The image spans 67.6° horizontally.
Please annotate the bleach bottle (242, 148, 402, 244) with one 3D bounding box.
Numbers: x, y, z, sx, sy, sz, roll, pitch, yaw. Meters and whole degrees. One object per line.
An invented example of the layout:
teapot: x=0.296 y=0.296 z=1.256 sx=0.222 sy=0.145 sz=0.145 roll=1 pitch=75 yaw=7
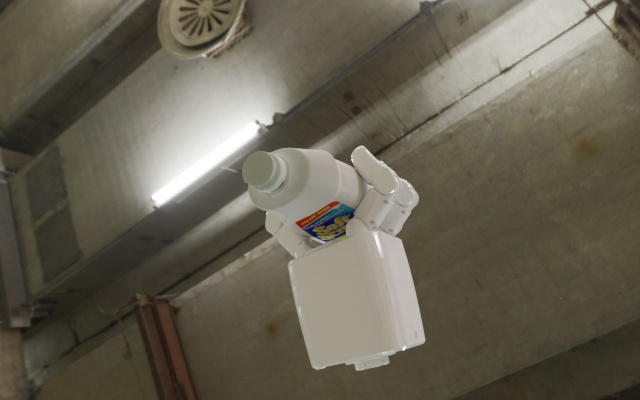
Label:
bleach bottle: x=0.000 y=0.001 z=0.476 sx=0.102 sy=0.068 sz=0.251 roll=-20 pitch=-19 yaw=22
